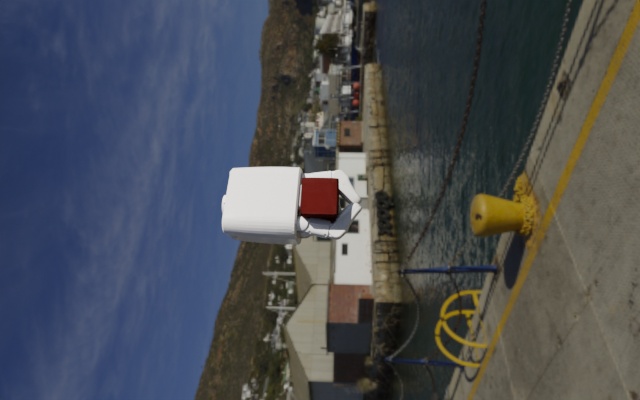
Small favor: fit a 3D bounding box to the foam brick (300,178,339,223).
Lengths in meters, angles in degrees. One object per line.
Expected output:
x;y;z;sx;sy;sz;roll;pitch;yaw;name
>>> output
0.000;0.002;0.682;0.051;0.053;0.078;2;-13;3;foam brick
